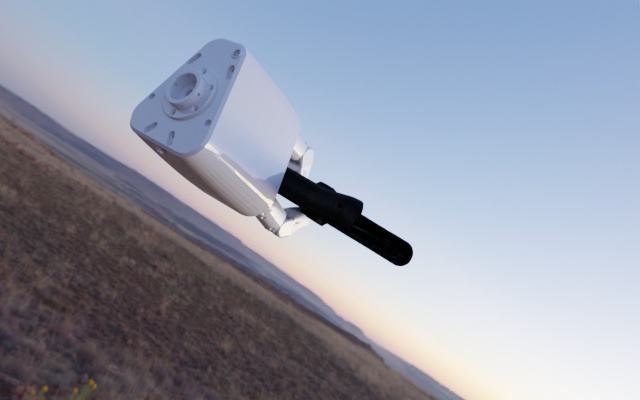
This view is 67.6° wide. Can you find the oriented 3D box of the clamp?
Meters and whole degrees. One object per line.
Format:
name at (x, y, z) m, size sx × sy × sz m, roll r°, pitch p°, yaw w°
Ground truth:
clamp at (0.000, 0.001, 0.444) m, size 0.171 × 0.039 × 0.120 m, roll 27°, pitch -13°, yaw 31°
